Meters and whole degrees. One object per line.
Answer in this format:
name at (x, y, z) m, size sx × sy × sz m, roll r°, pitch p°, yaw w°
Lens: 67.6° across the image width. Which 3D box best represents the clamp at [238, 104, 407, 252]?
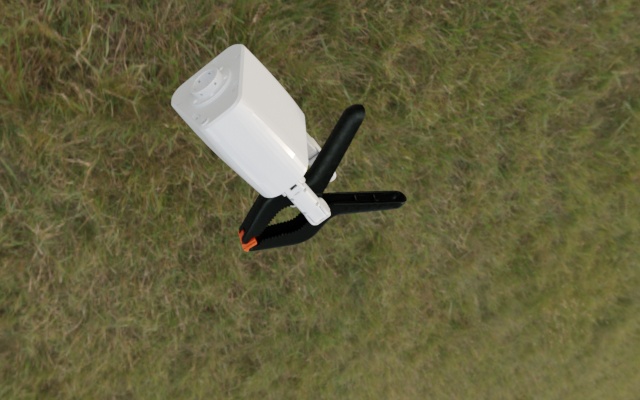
clamp at (0.000, 0.003, 0.574) m, size 0.165 × 0.210 × 0.036 m, roll 48°, pitch 10°, yaw -40°
